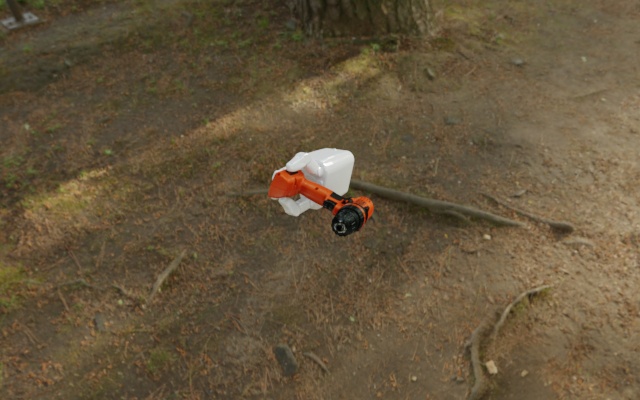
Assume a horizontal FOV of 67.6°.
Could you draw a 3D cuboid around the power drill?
[{"bbox_3d":[0.000,0.003,0.899,0.187,0.057,0.184,26,15,12],"label":"power drill"}]
